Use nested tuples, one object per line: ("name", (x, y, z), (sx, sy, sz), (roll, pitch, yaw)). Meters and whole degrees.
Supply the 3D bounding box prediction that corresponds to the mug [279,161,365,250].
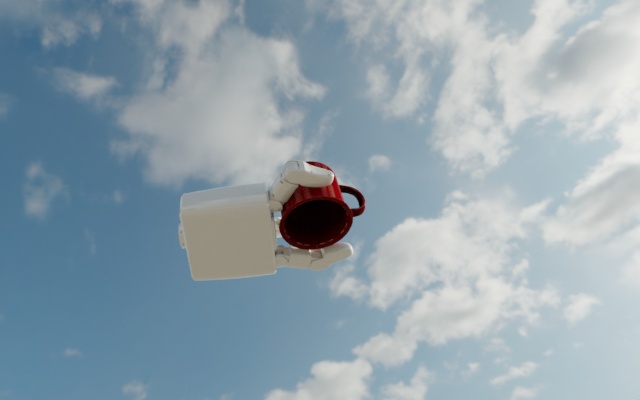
("mug", (0.001, 0.002, 0.622), (0.117, 0.093, 0.081), (-6, 43, -8))
